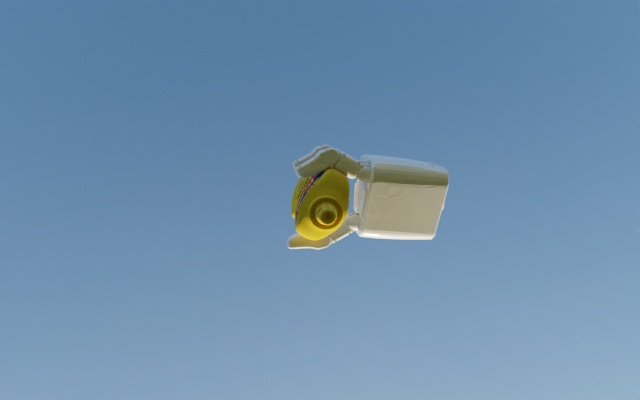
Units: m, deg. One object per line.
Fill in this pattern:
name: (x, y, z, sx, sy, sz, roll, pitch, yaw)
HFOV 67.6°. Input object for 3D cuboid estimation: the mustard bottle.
mustard bottle: (0.000, 0.002, 0.633, 0.058, 0.096, 0.191, 30, 6, -11)
